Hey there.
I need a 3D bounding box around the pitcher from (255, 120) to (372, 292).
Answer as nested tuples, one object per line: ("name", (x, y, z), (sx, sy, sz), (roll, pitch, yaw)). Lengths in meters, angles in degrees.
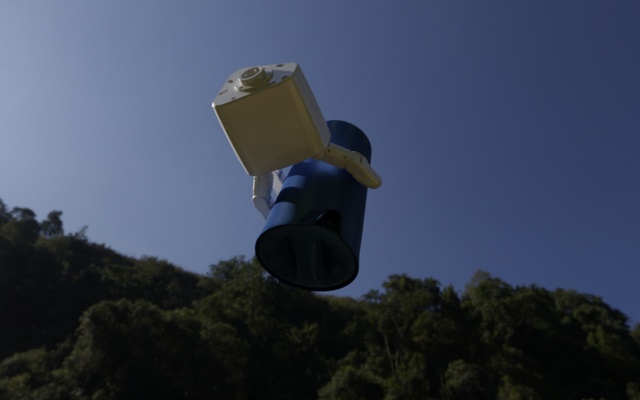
("pitcher", (0.000, 0.002, 0.680), (0.149, 0.145, 0.242), (-9, 40, 24))
